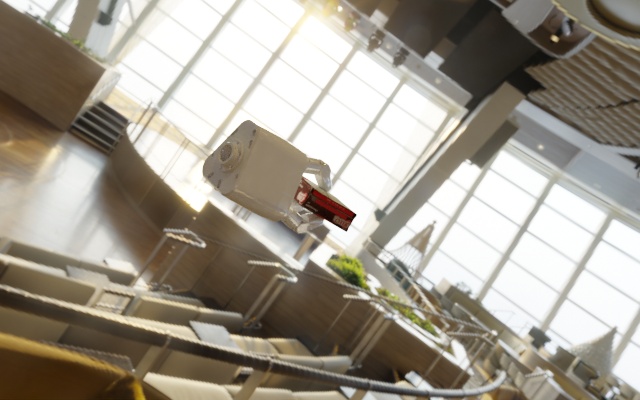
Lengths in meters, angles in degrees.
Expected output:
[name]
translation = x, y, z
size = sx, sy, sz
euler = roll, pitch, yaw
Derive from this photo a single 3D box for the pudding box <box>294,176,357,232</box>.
[pudding box]
translation = 0.000, 0.002, 0.779
size = 0.090, 0.039, 0.113
euler = 32, 6, -20
